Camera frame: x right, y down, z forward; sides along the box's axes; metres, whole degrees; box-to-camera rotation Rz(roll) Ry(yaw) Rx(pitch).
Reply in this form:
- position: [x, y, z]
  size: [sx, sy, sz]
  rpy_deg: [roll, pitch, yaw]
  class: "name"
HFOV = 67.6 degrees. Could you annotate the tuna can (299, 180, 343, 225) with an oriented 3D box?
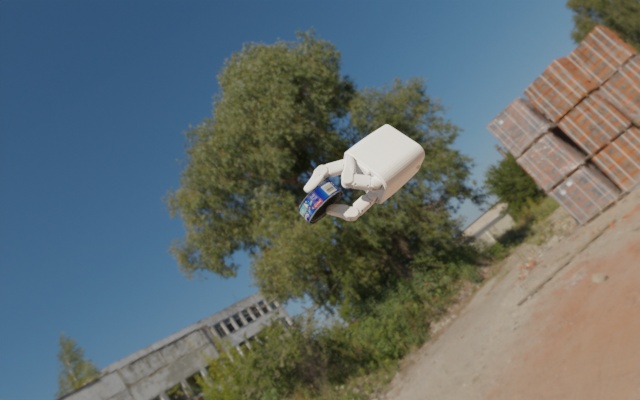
- position: [0.000, 0.003, 0.886]
  size: [0.033, 0.086, 0.086]
  rpy_deg: [45, 13, 13]
  class: "tuna can"
